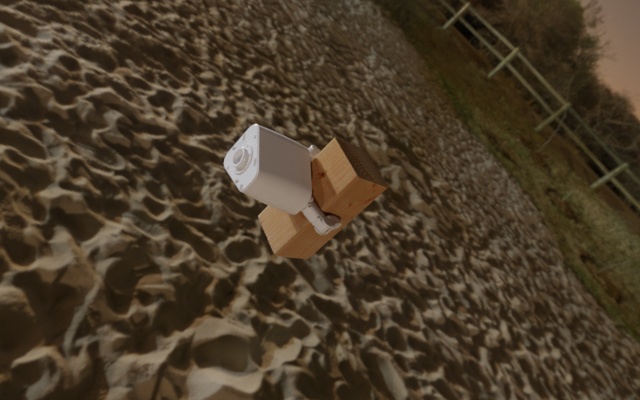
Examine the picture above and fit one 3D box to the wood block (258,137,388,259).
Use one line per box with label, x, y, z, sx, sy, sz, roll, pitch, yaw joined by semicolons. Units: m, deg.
wood block;0.000;0.003;0.817;0.206;0.090;0.090;-44;-34;25
